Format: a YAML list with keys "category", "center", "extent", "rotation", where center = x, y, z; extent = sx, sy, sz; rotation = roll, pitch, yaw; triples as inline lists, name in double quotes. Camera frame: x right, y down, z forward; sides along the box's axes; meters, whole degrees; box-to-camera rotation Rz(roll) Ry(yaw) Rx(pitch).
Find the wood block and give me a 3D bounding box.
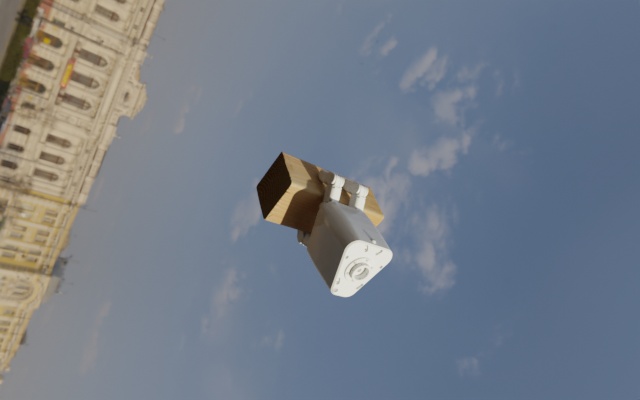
- category: "wood block"
  center: [0.000, 0.003, 0.861]
  extent: [0.206, 0.091, 0.090]
  rotation: [20, 33, -33]
